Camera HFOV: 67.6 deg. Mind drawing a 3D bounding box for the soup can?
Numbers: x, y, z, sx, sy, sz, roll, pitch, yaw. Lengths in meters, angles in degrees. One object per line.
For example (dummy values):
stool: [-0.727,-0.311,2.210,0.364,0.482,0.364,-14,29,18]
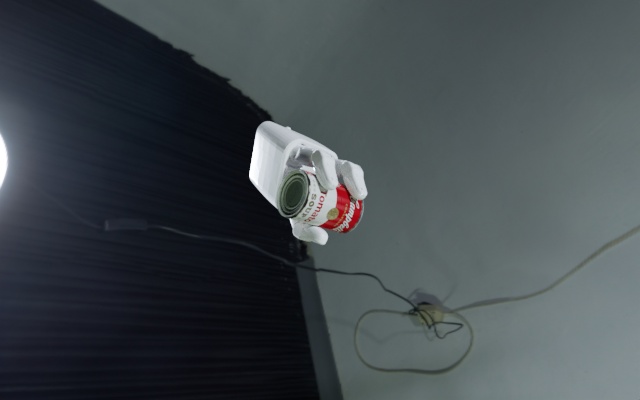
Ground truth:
soup can: [0.000,0.002,0.651,0.102,0.068,0.068,18,-12,-39]
